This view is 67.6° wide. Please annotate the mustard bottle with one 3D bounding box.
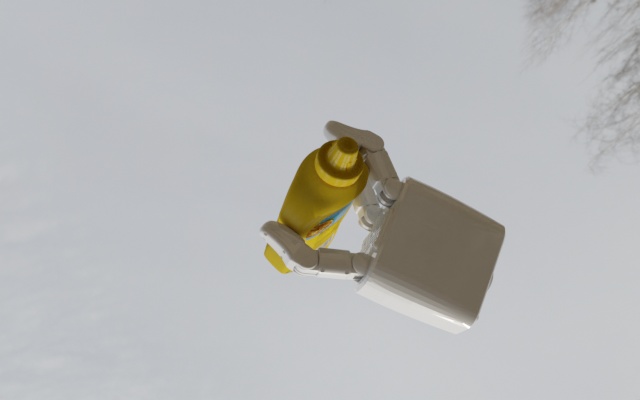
[{"bbox_3d":[0.000,0.001,0.461,0.096,0.058,0.192,-39,-12,-29],"label":"mustard bottle"}]
